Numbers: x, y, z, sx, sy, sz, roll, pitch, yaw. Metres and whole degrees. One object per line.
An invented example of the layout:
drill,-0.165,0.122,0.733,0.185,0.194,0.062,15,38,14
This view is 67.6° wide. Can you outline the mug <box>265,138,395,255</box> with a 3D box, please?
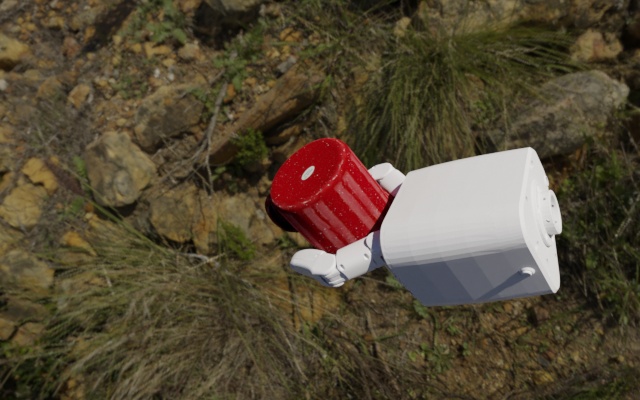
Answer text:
mug,-0.001,0.001,0.432,0.117,0.093,0.081,-13,-46,35
